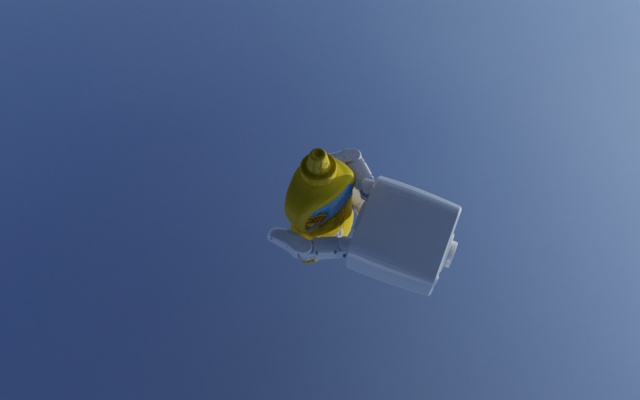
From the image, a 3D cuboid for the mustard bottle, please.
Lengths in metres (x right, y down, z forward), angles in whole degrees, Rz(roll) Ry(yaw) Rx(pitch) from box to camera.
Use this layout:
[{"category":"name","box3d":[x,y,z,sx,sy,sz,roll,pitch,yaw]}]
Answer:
[{"category":"mustard bottle","box3d":[0.000,0.002,0.588,0.096,0.058,0.192,-37,-26,-20]}]
